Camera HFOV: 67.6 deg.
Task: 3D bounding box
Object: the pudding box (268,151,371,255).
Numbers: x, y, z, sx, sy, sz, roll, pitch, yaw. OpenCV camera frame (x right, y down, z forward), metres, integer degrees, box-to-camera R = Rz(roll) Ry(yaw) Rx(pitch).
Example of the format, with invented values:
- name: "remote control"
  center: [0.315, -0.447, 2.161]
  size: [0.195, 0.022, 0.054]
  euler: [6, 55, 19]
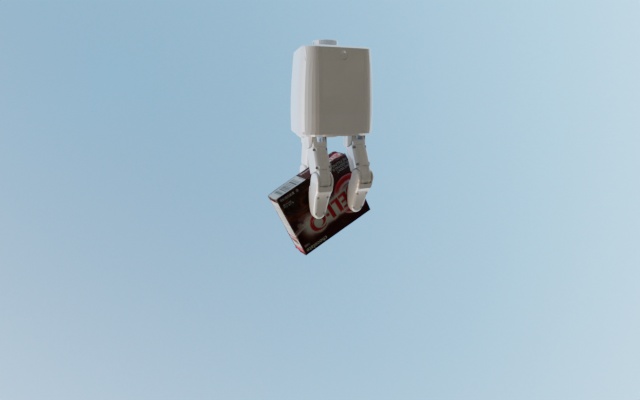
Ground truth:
- name: "pudding box"
  center: [0.000, 0.002, 0.623]
  size: [0.113, 0.090, 0.039]
  euler: [-34, 25, -15]
